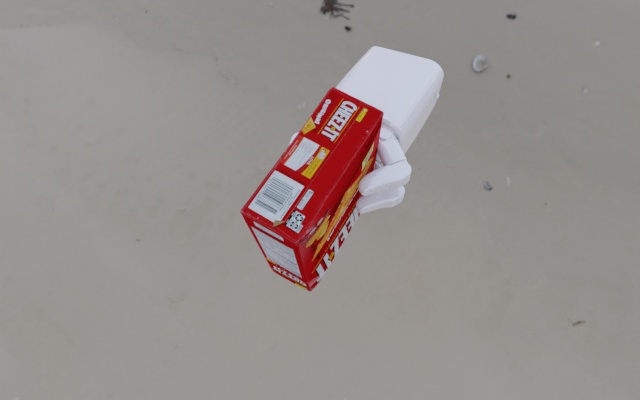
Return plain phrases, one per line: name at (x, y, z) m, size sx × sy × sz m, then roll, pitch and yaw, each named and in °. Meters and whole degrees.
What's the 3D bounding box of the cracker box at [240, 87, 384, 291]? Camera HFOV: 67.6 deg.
cracker box at (0.000, 0.002, 0.550) m, size 0.072 × 0.164 × 0.214 m, roll 29°, pitch -18°, yaw 14°
